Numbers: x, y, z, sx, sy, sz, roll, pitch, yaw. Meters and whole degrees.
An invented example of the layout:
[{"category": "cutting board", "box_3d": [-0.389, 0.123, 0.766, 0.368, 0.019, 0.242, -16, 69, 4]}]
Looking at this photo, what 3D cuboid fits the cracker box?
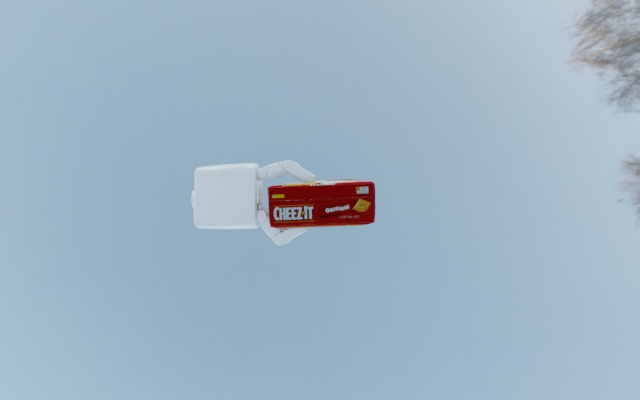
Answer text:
[{"category": "cracker box", "box_3d": [0.000, 0.003, 0.824, 0.164, 0.072, 0.213, -3, 4, -1]}]
